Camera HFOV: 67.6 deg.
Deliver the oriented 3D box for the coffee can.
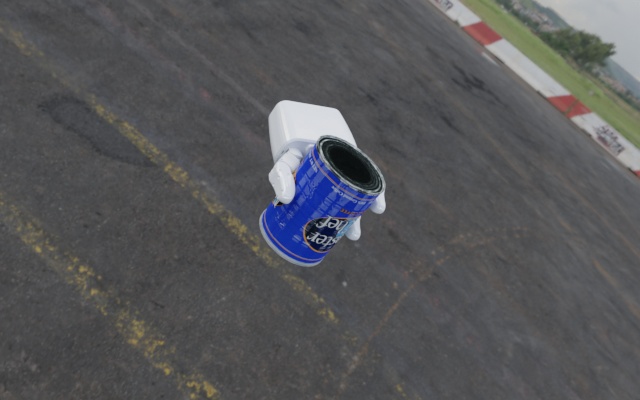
[{"bbox_3d":[0.000,0.002,0.612,0.103,0.102,0.140,0,-42,-48],"label":"coffee can"}]
